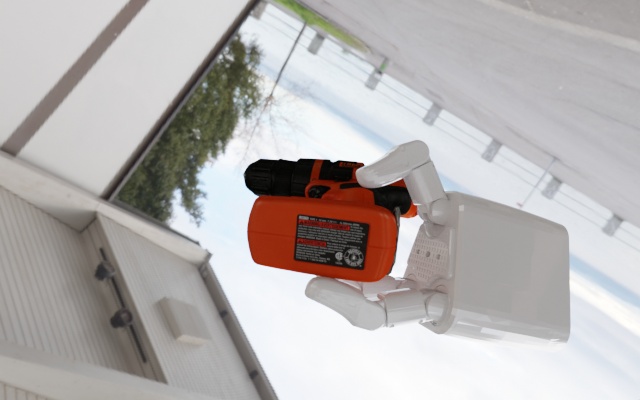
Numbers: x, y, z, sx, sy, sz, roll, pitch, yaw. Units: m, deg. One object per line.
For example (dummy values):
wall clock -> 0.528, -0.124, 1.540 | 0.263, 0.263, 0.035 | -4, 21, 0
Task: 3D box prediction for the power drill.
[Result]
power drill -> 0.000, 0.002, 0.416 | 0.184, 0.057, 0.187 | 5, 17, 9
